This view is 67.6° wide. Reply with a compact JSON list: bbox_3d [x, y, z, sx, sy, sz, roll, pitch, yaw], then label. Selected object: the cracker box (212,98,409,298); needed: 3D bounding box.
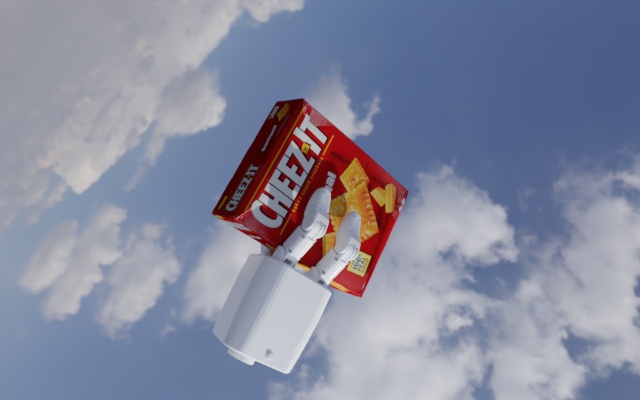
[{"bbox_3d":[0.000,0.002,0.601,0.214,0.164,0.072,37,-17,-32],"label":"cracker box"}]
